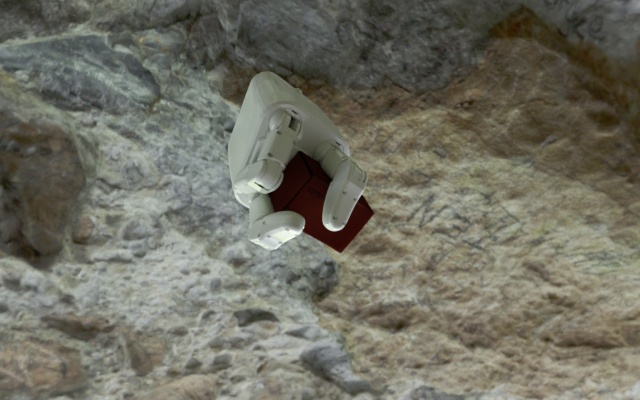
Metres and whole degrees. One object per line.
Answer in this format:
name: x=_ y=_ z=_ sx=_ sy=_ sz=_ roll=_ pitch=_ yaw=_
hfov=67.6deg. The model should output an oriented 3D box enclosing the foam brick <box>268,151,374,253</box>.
foam brick: x=0.000 y=0.002 z=0.443 sx=0.078 sy=0.053 sz=0.051 roll=32 pitch=17 yaw=-31
